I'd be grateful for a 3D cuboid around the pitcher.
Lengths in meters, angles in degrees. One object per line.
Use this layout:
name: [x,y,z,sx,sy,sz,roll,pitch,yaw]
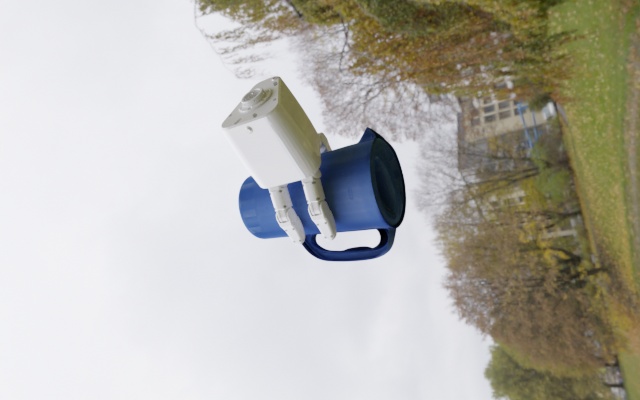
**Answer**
pitcher: [0.000,0.002,0.726,0.243,0.149,0.145,-11,-50,29]
